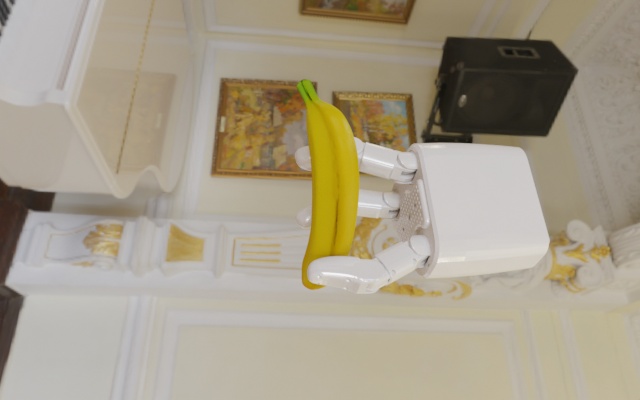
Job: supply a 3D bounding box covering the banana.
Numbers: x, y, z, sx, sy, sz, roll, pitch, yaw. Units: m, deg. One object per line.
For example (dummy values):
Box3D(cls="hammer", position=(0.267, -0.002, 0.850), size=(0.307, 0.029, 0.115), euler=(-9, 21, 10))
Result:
Box3D(cls="banana", position=(0.006, 0.007, 0.391), size=(0.037, 0.198, 0.069), euler=(-7, 28, -16))
